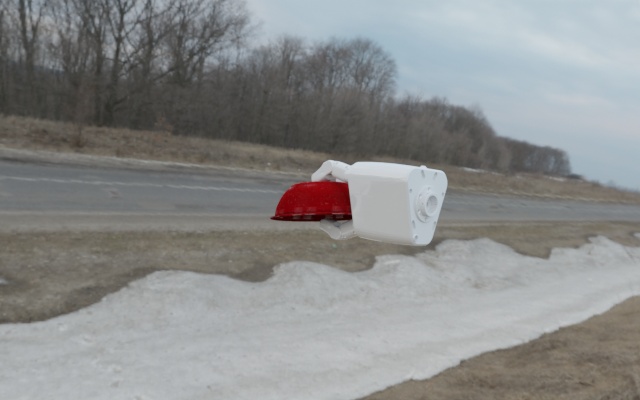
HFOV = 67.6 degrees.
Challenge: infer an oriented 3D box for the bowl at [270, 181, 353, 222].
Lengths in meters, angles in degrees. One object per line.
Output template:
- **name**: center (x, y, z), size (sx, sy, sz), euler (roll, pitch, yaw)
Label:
- **bowl**: center (-0.001, 0.002, 0.765), size (0.162, 0.055, 0.162), euler (-2, -6, 0)
